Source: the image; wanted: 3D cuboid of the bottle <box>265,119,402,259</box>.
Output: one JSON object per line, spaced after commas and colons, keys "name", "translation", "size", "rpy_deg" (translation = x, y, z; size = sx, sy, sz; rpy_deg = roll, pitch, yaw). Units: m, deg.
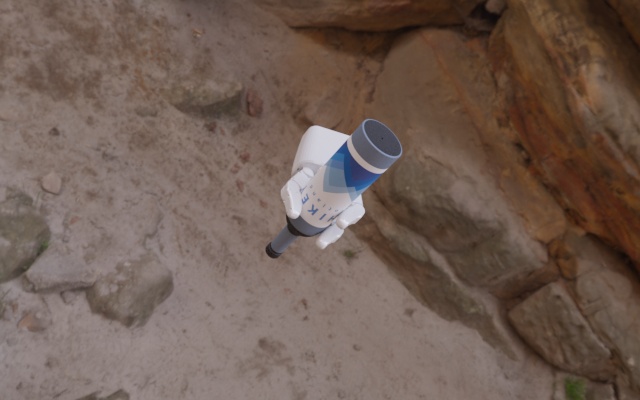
{"name": "bottle", "translation": [0.000, 0.002, 0.712], "size": [0.069, 0.069, 0.296], "rpy_deg": [0, -35, -42]}
